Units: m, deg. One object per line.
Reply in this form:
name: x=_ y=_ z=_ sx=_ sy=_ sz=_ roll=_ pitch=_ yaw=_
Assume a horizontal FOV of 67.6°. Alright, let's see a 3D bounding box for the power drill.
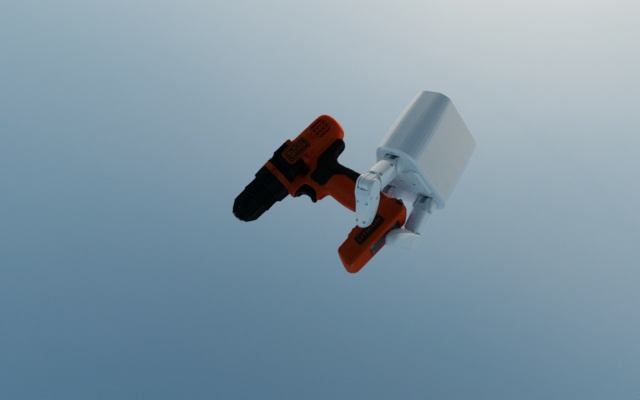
power drill: x=0.001 y=0.002 z=0.608 sx=0.187 sy=0.184 sz=0.057 roll=44 pitch=-2 yaw=21
